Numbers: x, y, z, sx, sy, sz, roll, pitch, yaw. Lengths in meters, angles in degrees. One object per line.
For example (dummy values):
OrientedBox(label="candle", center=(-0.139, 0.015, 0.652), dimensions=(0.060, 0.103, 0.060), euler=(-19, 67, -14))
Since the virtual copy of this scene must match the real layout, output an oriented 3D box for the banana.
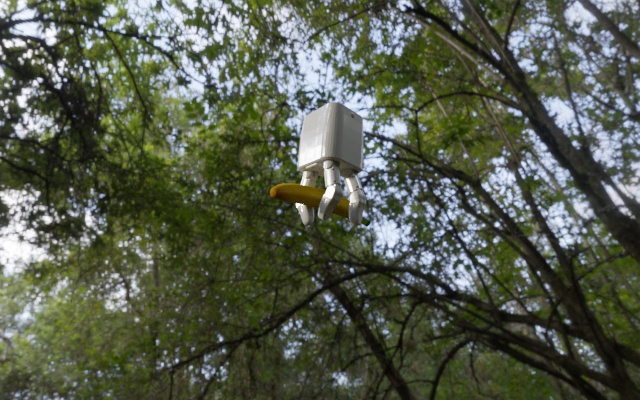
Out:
OrientedBox(label="banana", center=(-0.004, -0.001, 0.840), dimensions=(0.198, 0.037, 0.069), euler=(16, 7, -26))
